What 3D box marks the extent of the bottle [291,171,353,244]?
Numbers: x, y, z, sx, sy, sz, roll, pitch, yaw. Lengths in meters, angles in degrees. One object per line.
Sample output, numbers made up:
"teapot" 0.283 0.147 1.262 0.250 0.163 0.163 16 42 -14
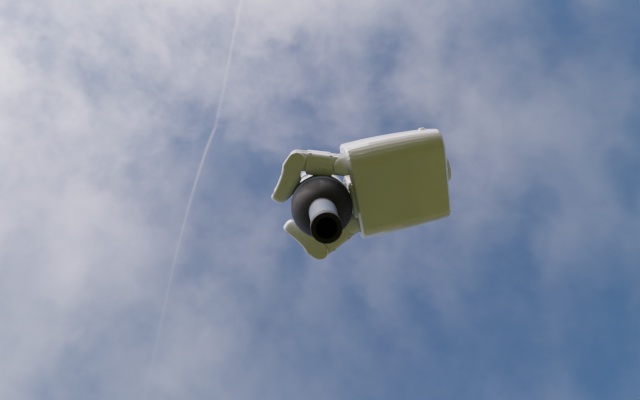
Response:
"bottle" 0.000 0.002 0.545 0.069 0.069 0.295 0 8 -2
